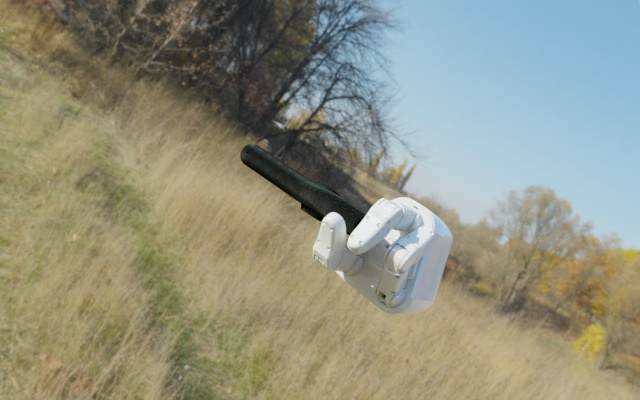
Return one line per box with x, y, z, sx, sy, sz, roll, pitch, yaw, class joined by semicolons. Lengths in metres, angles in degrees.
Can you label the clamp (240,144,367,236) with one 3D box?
0.000;0.001;0.508;0.171;0.039;0.120;36;5;29;clamp
